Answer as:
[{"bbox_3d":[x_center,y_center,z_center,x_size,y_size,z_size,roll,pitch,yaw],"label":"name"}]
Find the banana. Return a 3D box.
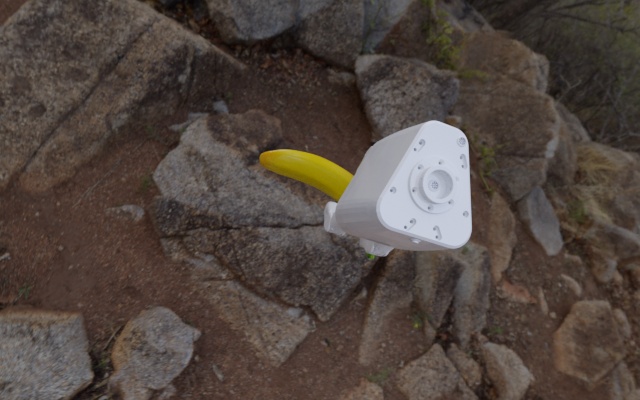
[{"bbox_3d":[0.015,-0.009,0.597,0.198,0.069,0.037,42,12,-6],"label":"banana"}]
